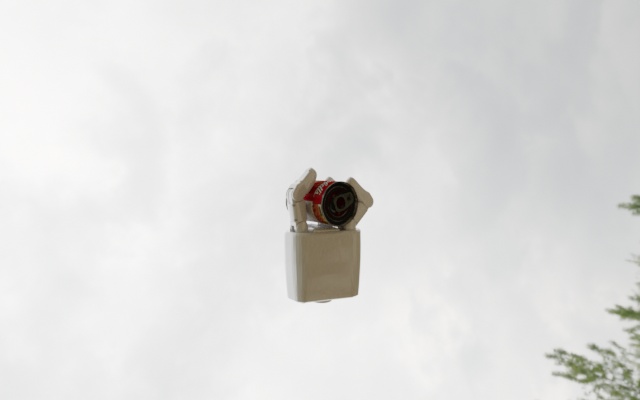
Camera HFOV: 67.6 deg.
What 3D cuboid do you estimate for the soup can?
[{"bbox_3d":[0.000,0.002,0.740,0.068,0.068,0.102,0,4,-36],"label":"soup can"}]
